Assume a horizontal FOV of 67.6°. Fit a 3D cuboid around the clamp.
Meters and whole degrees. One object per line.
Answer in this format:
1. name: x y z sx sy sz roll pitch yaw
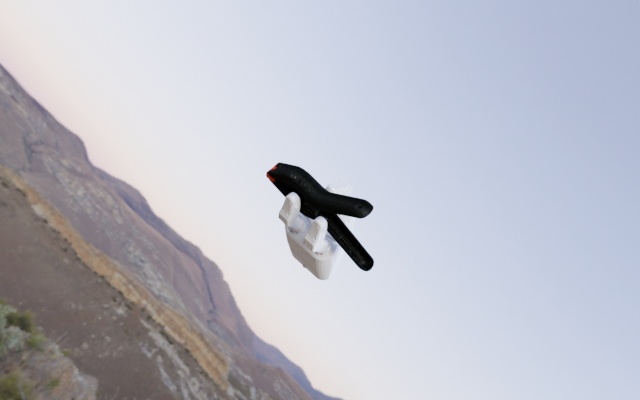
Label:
1. clamp: 0.000 0.002 0.687 0.210 0.036 0.165 40 -23 21
